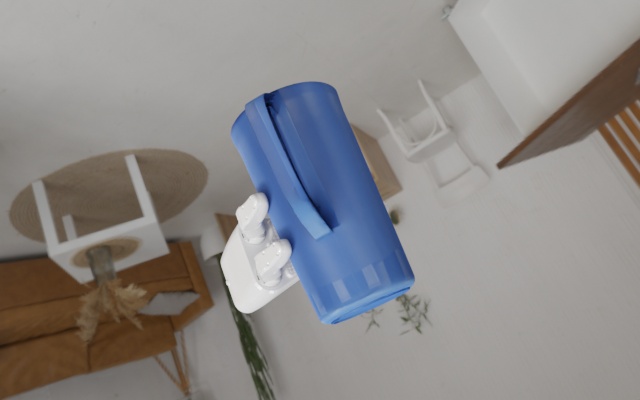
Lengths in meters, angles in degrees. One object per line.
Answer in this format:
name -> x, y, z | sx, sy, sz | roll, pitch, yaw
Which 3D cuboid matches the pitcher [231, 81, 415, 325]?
pitcher -> 0.000, 0.002, 0.513 | 0.149, 0.242, 0.145 | -13, -20, -32
